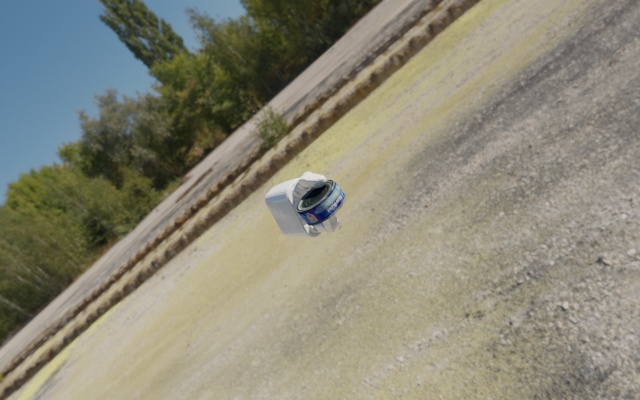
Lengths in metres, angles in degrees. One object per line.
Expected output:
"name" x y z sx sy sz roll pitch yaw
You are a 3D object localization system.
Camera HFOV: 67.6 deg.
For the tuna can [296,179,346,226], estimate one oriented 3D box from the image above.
"tuna can" 0.000 0.002 0.829 0.086 0.034 0.086 -34 21 15
